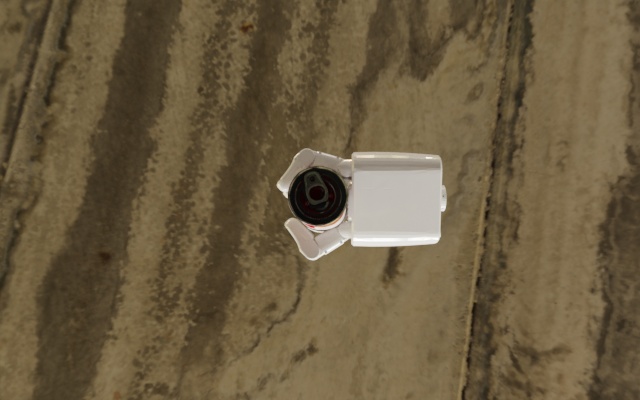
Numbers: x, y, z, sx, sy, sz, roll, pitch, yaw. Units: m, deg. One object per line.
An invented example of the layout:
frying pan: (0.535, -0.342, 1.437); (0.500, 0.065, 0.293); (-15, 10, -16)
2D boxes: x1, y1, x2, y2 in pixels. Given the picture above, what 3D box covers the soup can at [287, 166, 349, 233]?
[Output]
soup can: (0.000, 0.002, 0.577); (0.068, 0.068, 0.102); (0, -9, 3)
